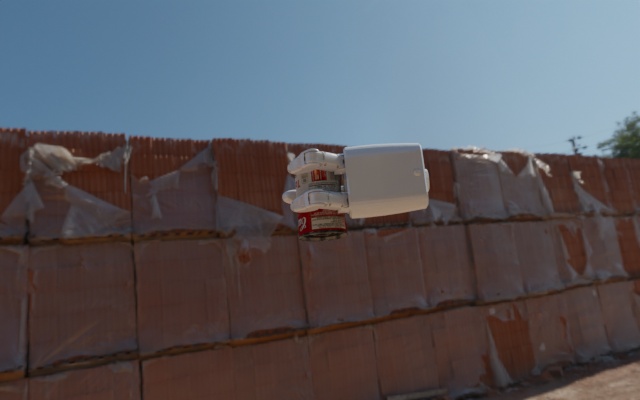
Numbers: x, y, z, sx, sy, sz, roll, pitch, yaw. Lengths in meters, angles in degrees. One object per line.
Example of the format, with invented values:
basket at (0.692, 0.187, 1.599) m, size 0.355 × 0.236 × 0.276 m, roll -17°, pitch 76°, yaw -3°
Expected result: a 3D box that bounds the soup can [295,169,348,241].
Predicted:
soup can at (0.000, 0.002, 0.675) m, size 0.068 × 0.102 × 0.068 m, roll -5°, pitch -13°, yaw -1°
